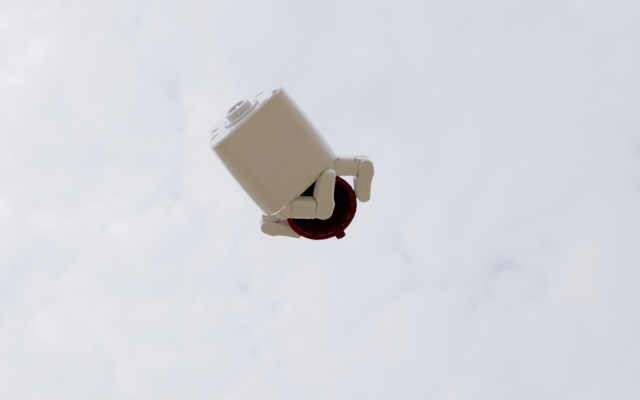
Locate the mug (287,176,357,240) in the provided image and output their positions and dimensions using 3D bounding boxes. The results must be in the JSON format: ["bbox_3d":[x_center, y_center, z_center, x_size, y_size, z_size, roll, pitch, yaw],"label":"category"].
[{"bbox_3d":[0.001,0.003,0.643,0.093,0.117,0.081,-34,27,4],"label":"mug"}]
